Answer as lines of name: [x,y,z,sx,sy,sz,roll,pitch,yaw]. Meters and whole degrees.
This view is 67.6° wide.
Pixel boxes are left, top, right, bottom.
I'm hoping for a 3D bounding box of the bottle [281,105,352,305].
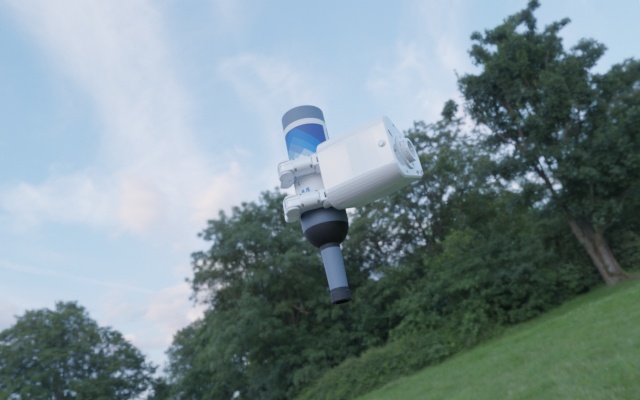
bottle: [0.000,0.002,0.690,0.069,0.295,0.069,-10,-23,-4]
